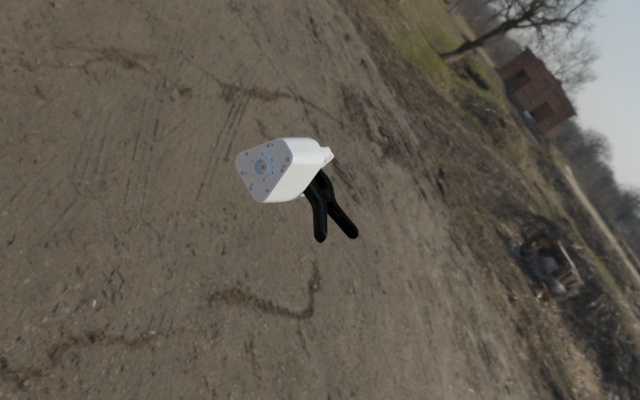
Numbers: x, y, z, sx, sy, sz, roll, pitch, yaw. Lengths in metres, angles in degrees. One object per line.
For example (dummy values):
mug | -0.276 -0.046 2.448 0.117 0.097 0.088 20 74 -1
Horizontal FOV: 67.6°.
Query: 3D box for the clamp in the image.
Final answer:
clamp | 0.001 0.002 0.864 0.039 0.171 0.120 -35 -11 25
